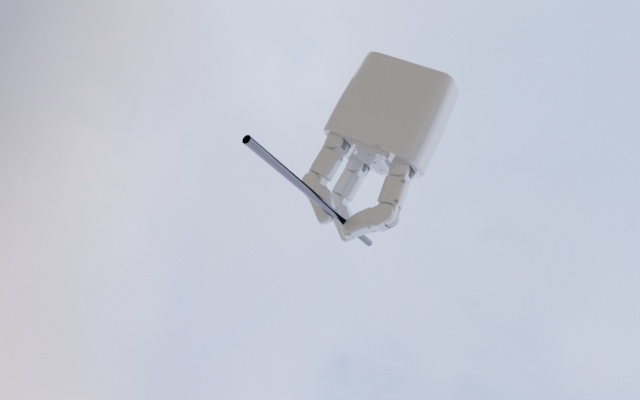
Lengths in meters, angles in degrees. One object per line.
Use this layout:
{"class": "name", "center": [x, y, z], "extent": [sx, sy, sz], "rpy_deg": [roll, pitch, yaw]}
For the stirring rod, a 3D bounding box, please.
{"class": "stirring rod", "center": [0.000, 0.001, 0.456], "extent": [0.011, 0.011, 0.240], "rpy_deg": [0, -23, 30]}
